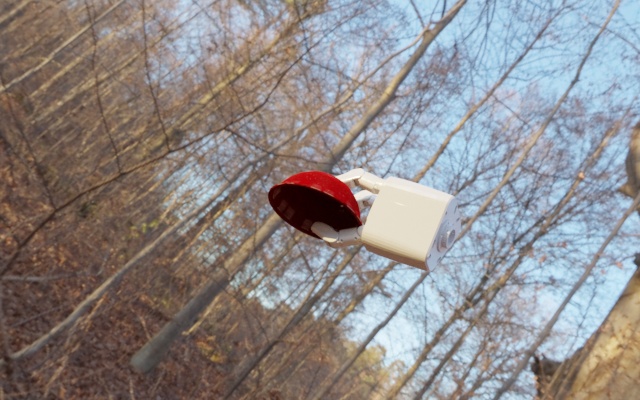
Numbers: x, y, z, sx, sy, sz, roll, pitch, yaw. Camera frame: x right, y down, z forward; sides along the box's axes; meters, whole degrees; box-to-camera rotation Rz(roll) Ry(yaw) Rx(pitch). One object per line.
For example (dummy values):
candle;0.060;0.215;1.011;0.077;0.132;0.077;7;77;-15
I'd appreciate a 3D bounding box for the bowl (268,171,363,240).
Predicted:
bowl;-0.001;0.002;0.762;0.162;0.055;0.162;18;-29;11
